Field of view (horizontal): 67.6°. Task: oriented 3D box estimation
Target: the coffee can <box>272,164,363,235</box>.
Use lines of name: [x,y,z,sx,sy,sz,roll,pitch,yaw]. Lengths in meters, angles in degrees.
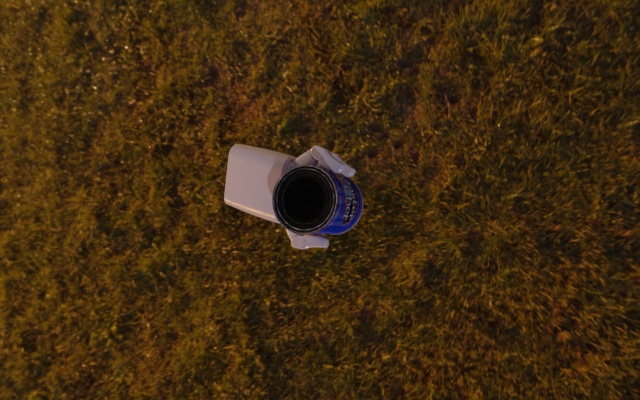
coffee can: [0.000,0.003,0.750,0.103,0.103,0.140,0,-4,20]
